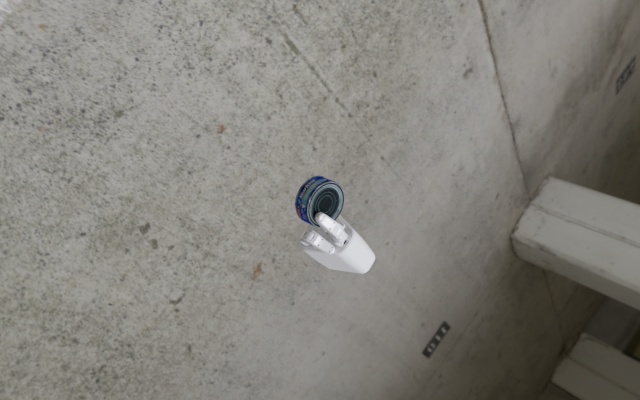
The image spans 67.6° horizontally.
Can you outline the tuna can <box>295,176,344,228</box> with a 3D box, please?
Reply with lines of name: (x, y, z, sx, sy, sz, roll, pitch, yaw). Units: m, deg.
tuna can: (0.000, 0.003, 0.820, 0.086, 0.086, 0.033, 0, 18, -42)
